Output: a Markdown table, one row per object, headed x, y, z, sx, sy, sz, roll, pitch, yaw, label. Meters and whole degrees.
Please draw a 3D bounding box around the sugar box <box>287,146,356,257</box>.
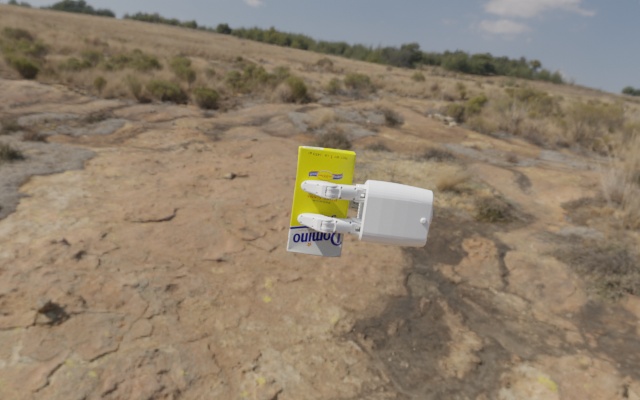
| x | y | z | sx | sy | sz | roll | pitch | yaw | label |
| --- | --- | --- | --- | --- | --- | --- | --- | --- | --- |
| 0.000 | 0.003 | 0.788 | 0.093 | 0.176 | 0.048 | 7 | 10 | -2 | sugar box |
